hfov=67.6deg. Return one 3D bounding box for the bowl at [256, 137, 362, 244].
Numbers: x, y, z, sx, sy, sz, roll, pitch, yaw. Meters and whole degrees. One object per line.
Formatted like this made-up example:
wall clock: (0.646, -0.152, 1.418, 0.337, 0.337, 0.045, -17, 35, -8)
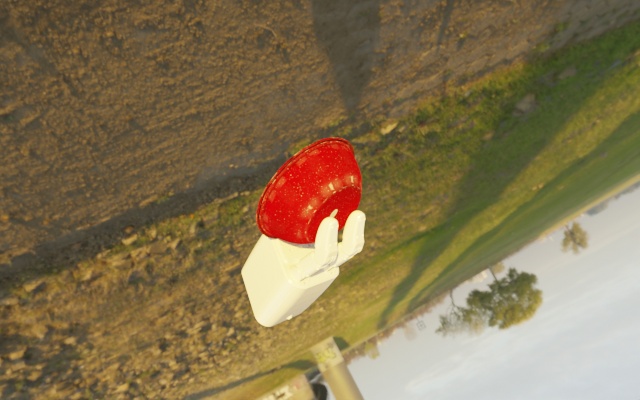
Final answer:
bowl: (0.001, 0.001, 0.602, 0.055, 0.162, 0.162, 43, 24, 28)
